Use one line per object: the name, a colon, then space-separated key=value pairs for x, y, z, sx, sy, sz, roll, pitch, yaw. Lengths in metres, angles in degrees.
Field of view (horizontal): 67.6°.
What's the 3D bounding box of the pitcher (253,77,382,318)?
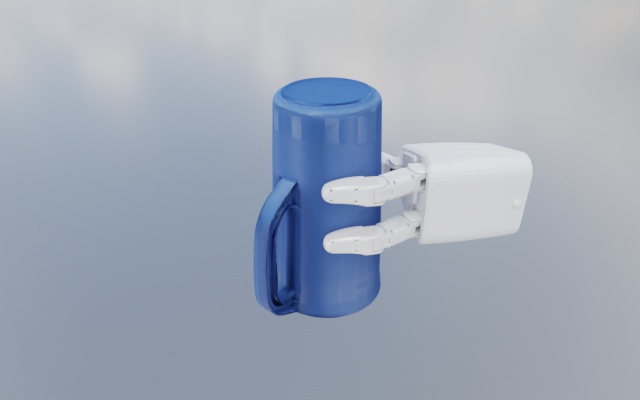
pitcher: x=0.000 y=0.002 z=0.516 sx=0.145 sy=0.243 sz=0.149 roll=-2 pitch=30 yaw=-3
